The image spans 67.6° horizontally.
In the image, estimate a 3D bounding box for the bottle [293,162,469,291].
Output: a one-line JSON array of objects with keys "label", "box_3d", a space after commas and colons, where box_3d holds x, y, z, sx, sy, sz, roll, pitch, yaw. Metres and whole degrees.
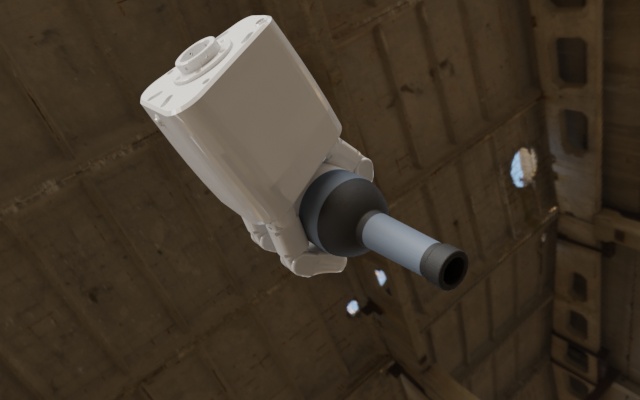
[{"label": "bottle", "box_3d": [0.000, 0.001, 0.407, 0.069, 0.069, 0.295, 0, 17, -36]}]
